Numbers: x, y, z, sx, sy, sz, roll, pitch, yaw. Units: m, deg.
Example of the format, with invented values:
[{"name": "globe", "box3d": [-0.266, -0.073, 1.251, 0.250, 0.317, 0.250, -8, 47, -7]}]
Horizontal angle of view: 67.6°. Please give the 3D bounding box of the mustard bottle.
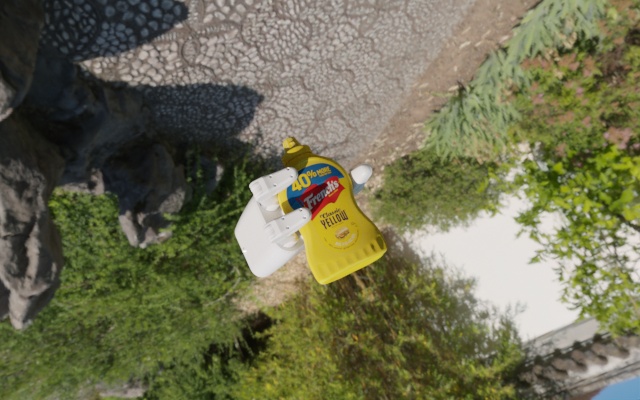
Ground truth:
[{"name": "mustard bottle", "box3d": [0.000, 0.002, 0.609, 0.096, 0.191, 0.058, -24, -16, -11]}]
